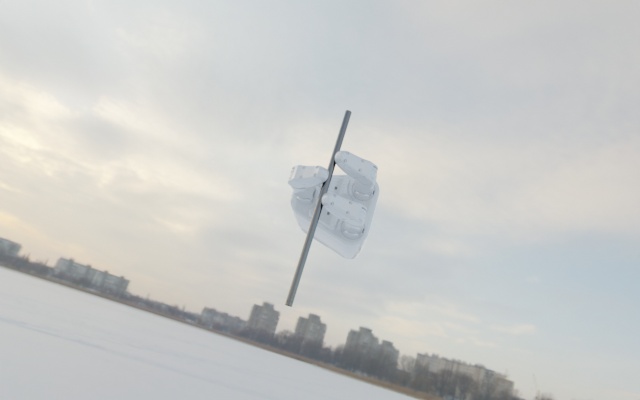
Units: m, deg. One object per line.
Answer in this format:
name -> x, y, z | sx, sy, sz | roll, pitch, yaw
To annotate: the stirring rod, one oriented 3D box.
stirring rod -> 0.000, 0.002, 0.540 | 0.011, 0.239, 0.011 | 16, -18, 5
